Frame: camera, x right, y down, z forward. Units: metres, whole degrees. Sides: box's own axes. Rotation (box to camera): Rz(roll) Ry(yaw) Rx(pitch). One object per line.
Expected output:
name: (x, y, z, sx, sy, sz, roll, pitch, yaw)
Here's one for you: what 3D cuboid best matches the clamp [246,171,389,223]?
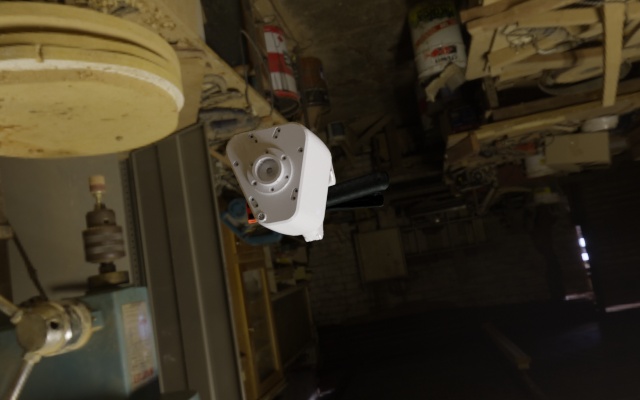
clamp: (0.000, 0.003, 0.687, 0.210, 0.036, 0.164, -11, -11, 11)
